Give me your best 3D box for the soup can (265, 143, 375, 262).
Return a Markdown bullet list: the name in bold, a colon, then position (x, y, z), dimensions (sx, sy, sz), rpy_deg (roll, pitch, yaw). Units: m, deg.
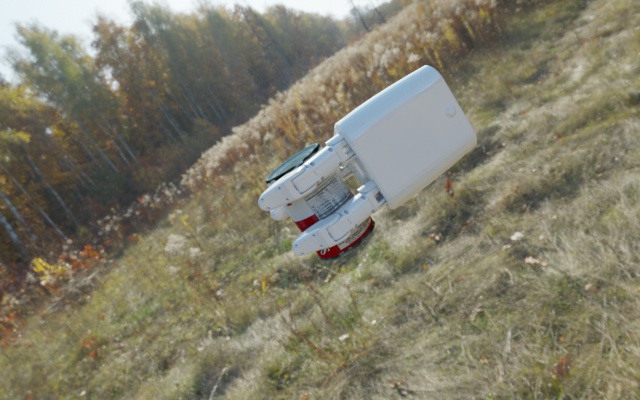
- **soup can**: position (-0.001, 0.002, 0.485), dimensions (0.068, 0.102, 0.068), rpy_deg (-33, 13, 9)
